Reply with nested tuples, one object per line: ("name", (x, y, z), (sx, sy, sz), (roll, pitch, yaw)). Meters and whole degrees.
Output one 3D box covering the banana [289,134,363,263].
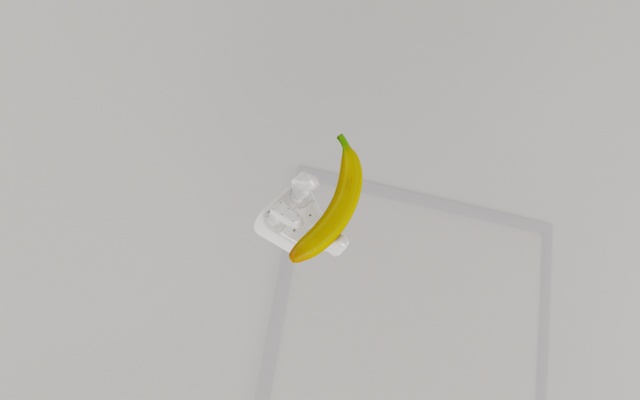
("banana", (0.018, 0.007, 0.687), (0.069, 0.197, 0.037), (25, -14, -15))
